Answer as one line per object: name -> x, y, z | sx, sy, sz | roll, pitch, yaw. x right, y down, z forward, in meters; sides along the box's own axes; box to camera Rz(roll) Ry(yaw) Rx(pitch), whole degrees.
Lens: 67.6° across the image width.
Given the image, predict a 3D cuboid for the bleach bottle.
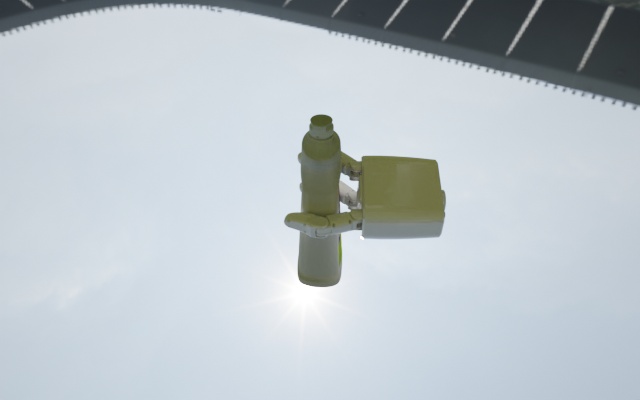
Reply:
bleach bottle -> 0.000, 0.002, 0.658 | 0.068, 0.251, 0.102 | 2, 41, 2
